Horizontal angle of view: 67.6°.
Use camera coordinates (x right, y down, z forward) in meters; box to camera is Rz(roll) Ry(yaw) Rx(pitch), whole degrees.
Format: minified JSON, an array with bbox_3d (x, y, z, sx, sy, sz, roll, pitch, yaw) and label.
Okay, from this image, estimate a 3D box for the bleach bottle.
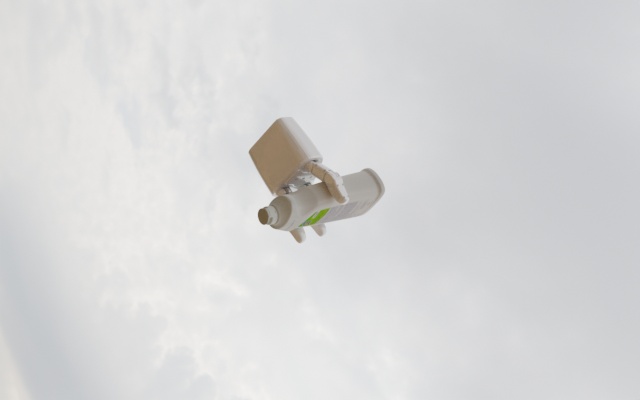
[{"bbox_3d":[0.000,0.003,0.848,0.251,0.068,0.103,-11,-30,-44],"label":"bleach bottle"}]
